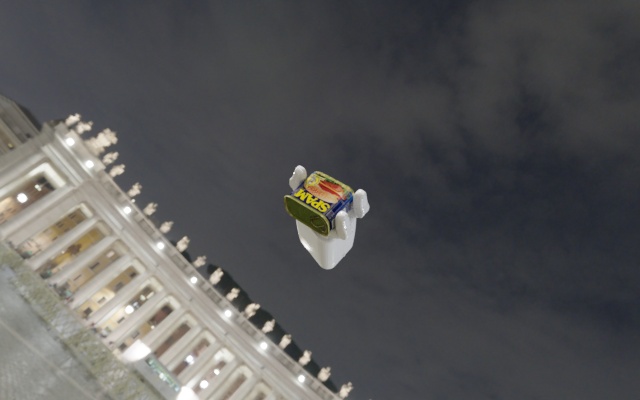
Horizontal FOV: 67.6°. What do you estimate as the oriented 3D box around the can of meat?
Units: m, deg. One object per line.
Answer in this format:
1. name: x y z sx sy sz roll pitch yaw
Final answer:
1. can of meat: 0.000 0.003 0.857 0.102 0.057 0.084 30 58 27
